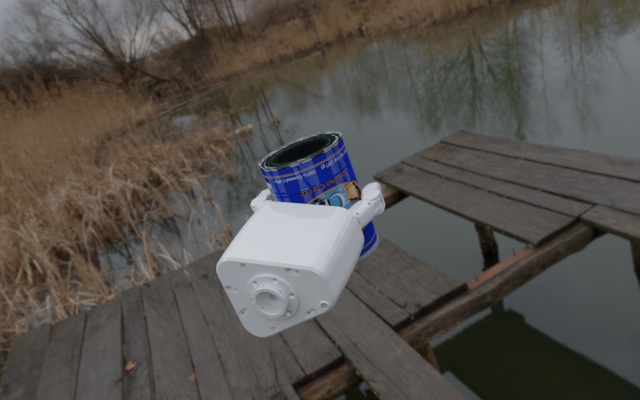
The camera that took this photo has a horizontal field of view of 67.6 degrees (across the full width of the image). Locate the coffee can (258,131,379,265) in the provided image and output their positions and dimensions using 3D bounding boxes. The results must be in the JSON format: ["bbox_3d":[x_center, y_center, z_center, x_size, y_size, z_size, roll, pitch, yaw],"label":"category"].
[{"bbox_3d":[0.000,0.002,0.569,0.103,0.140,0.102,-19,20,7],"label":"coffee can"}]
